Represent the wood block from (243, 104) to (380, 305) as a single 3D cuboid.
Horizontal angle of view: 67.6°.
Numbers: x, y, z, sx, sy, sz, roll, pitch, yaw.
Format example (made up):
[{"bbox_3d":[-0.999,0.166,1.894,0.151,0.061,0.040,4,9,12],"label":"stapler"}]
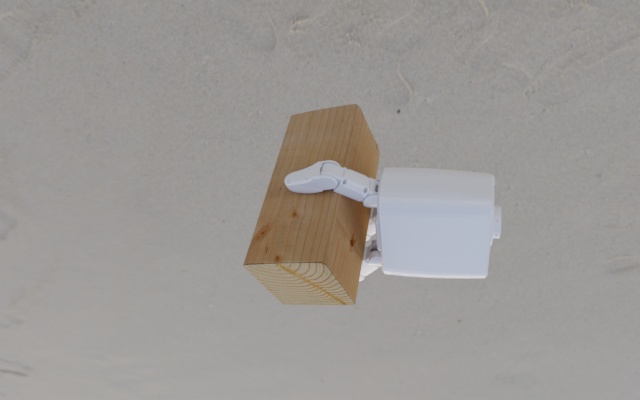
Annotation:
[{"bbox_3d":[0.000,0.002,0.530,0.090,0.206,0.091,-5,-38,25],"label":"wood block"}]
